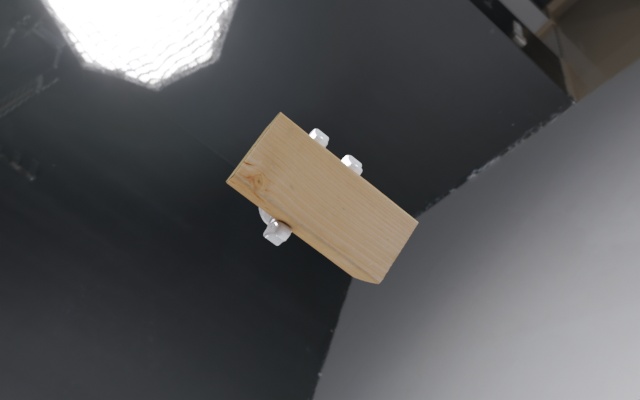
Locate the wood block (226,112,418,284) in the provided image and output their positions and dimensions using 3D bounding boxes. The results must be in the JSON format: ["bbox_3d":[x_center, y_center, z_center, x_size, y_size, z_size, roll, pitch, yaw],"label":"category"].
[{"bbox_3d":[0.000,0.002,0.573,0.206,0.091,0.090,37,-12,-12],"label":"wood block"}]
